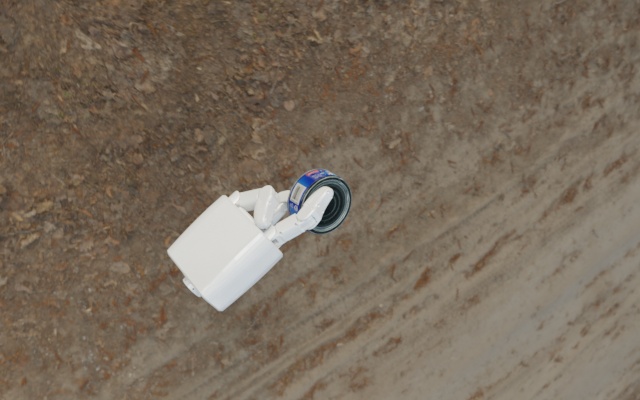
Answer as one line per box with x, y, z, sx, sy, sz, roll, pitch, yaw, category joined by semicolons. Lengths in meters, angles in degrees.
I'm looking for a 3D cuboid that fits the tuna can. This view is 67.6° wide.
0.000;0.002;0.645;0.086;0.086;0.033;0;19;-36;tuna can
